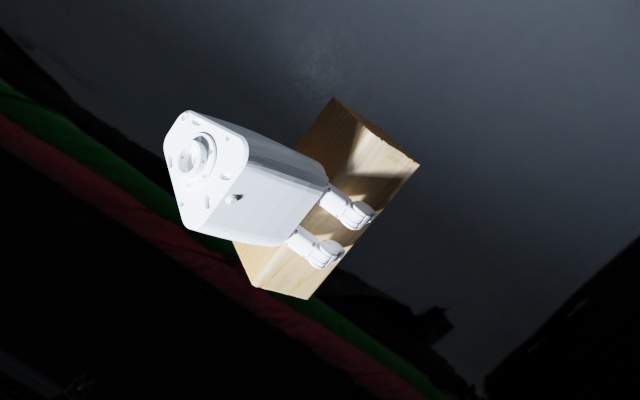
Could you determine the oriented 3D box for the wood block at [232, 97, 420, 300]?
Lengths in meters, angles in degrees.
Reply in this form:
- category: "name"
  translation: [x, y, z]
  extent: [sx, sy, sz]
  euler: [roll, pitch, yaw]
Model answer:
- category: "wood block"
  translation: [0.000, 0.002, 0.544]
  extent: [0.090, 0.206, 0.090]
  euler: [24, 21, -42]
